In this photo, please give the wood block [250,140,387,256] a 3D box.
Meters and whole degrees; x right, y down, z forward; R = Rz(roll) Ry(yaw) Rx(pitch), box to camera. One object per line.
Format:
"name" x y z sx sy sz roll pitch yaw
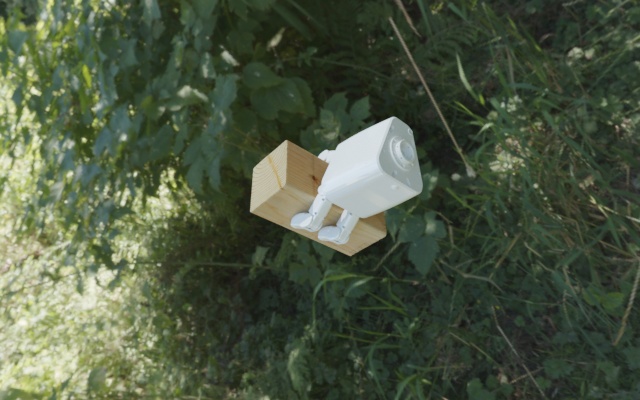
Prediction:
"wood block" 0.000 0.002 0.764 0.206 0.090 0.090 27 -45 -32
